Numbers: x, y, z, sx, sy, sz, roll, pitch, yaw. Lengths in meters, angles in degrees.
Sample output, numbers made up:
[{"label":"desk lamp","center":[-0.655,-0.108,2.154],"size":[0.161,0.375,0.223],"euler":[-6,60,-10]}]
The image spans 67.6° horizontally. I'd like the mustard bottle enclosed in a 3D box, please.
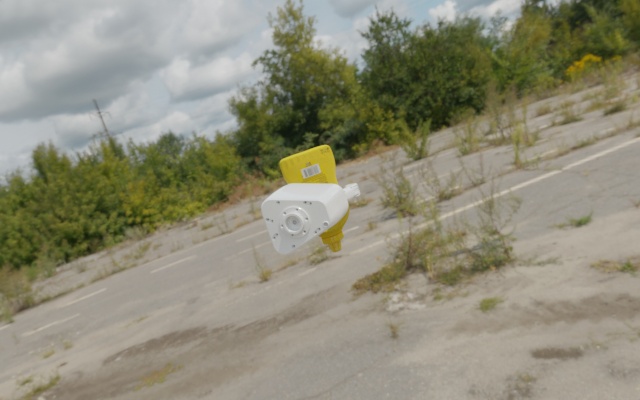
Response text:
[{"label":"mustard bottle","center":[0.000,0.003,0.864],"size":[0.096,0.191,0.058],"euler":[-20,7,-5]}]
